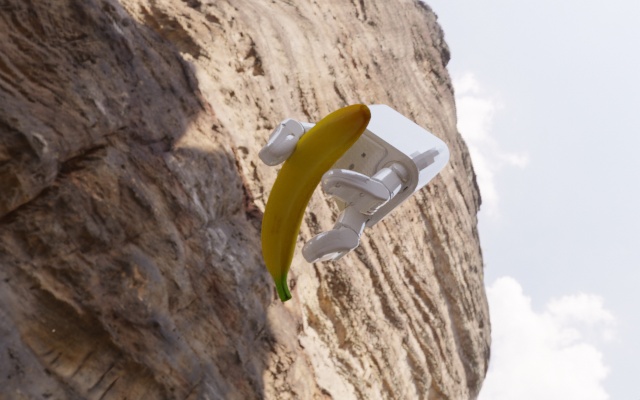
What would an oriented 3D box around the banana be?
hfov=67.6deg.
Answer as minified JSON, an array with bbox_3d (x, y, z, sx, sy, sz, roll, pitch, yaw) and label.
[{"bbox_3d":[-0.014,-0.006,0.427,0.069,0.198,0.037,37,29,29],"label":"banana"}]
